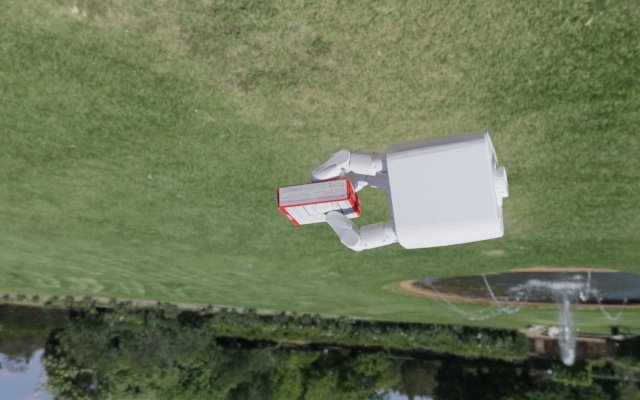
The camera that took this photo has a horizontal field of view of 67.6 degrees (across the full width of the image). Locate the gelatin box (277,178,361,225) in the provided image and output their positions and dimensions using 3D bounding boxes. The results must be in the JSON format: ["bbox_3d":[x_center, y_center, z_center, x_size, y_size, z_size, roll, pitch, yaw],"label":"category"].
[{"bbox_3d":[0.000,0.002,0.582,0.089,0.030,0.073,-8,-20,12],"label":"gelatin box"}]
